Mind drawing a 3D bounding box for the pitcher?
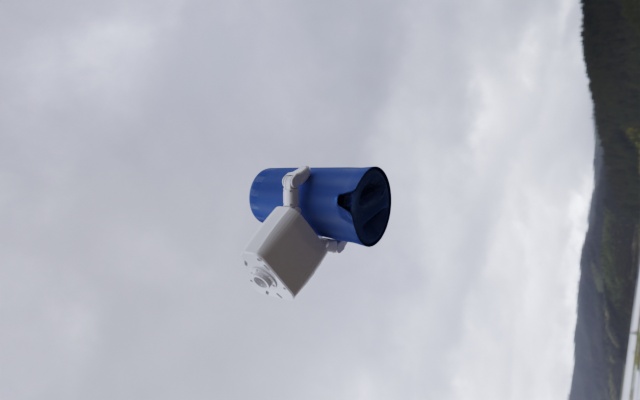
[{"bbox_3d":[0.000,0.003,0.858,0.243,0.149,0.145,6,43,35],"label":"pitcher"}]
